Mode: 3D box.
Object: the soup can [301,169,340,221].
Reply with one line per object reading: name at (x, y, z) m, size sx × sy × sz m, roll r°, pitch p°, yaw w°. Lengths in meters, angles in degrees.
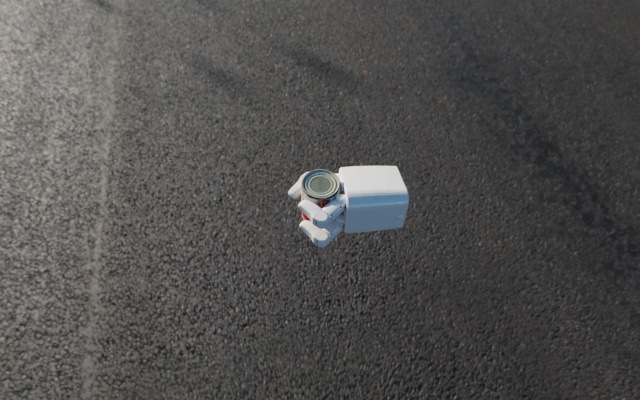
soup can at (0.000, 0.002, 0.838) m, size 0.068 × 0.068 × 0.102 m, roll 0°, pitch -38°, yaw -1°
